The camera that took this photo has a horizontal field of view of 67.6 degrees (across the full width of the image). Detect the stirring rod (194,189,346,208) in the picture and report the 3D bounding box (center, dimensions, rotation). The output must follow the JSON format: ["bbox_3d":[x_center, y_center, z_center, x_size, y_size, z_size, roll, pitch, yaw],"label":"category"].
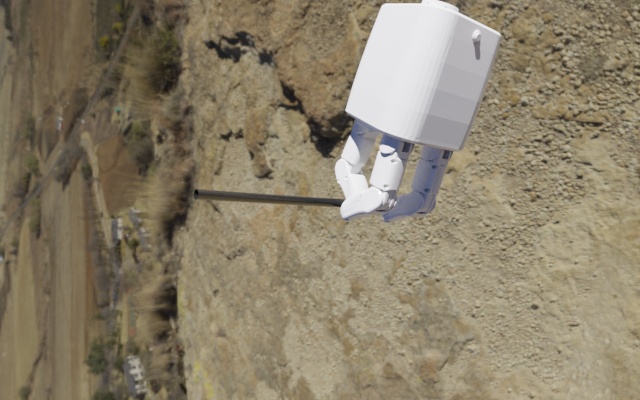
[{"bbox_3d":[0.000,0.001,0.434,0.239,0.011,0.011,4,-2,-39],"label":"stirring rod"}]
